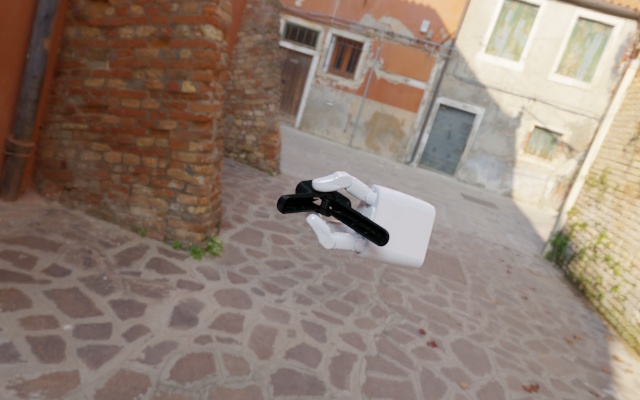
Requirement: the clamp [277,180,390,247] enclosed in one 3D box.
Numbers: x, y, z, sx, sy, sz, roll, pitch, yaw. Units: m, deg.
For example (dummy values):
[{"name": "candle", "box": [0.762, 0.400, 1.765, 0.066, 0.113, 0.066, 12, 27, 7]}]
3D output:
[{"name": "clamp", "box": [0.001, 0.002, 0.729, 0.164, 0.036, 0.210, 19, 13, -19]}]
